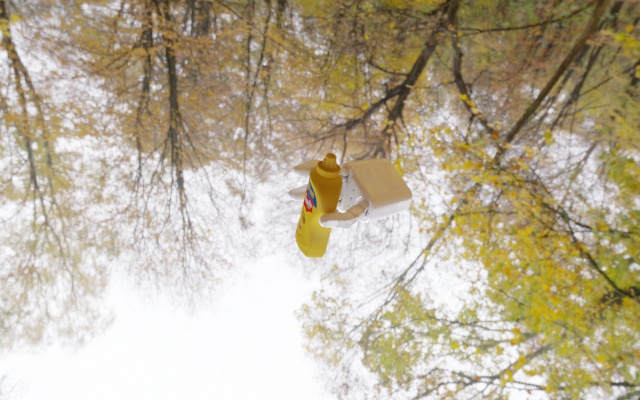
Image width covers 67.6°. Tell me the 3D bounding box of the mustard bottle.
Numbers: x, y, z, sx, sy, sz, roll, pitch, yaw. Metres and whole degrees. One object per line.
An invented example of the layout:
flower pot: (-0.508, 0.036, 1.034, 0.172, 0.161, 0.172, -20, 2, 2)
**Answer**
mustard bottle: (0.000, 0.003, 0.844, 0.058, 0.192, 0.096, 4, 35, -15)
